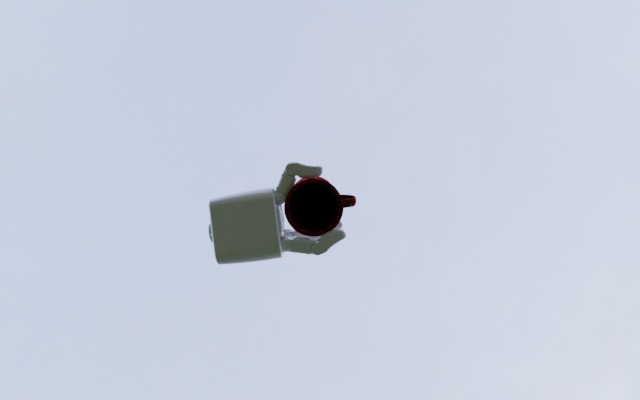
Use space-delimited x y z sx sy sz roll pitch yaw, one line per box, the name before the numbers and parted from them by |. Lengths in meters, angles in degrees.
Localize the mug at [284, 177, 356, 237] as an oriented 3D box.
mug | 0.002 0.002 0.785 0.117 0.093 0.081 -7 12 -1
